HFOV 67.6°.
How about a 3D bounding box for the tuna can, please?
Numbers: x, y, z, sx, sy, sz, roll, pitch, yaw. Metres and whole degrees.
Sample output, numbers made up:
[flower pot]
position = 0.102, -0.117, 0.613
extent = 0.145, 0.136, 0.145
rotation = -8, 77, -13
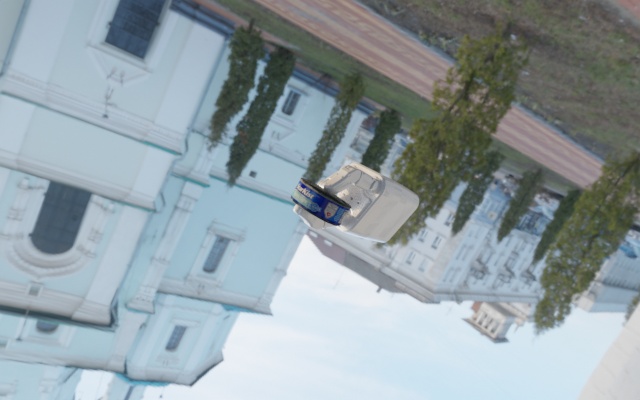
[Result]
[tuna can]
position = 0.000, 0.003, 0.696
extent = 0.086, 0.034, 0.086
rotation = 30, 6, -4
